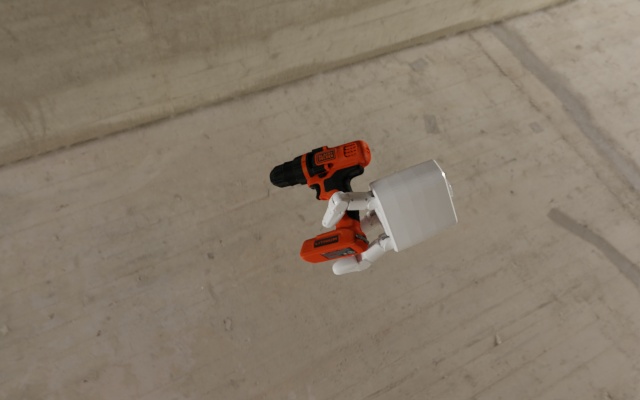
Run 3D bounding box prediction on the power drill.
[{"bbox_3d":[0.000,0.003,0.778,0.184,0.187,0.057,-15,-24,23],"label":"power drill"}]
